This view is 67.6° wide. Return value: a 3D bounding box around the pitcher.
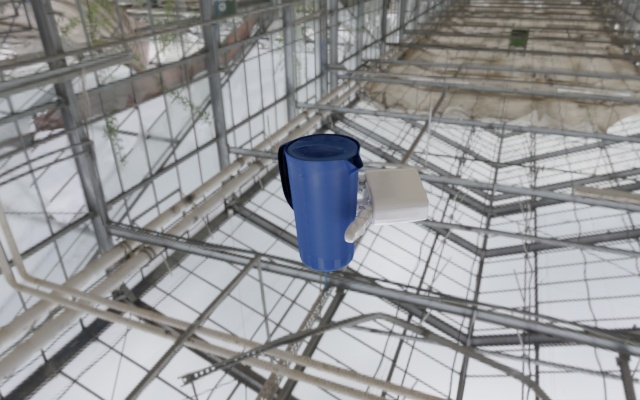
[{"bbox_3d":[0.000,0.003,0.893,0.145,0.243,0.149,-5,28,-5],"label":"pitcher"}]
